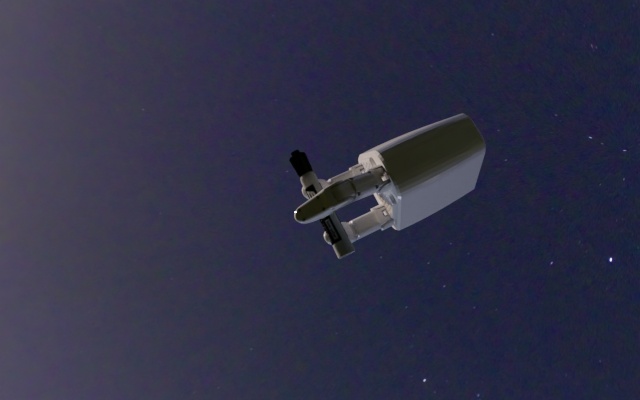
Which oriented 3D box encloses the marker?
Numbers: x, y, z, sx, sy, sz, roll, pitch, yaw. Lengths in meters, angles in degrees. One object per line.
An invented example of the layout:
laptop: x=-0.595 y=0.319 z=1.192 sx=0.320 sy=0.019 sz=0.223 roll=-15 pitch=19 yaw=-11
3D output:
marker: x=0.000 y=0.002 z=0.489 sx=0.020 sy=0.121 sz=0.020 roll=-26 pitch=-11 yaw=-5
